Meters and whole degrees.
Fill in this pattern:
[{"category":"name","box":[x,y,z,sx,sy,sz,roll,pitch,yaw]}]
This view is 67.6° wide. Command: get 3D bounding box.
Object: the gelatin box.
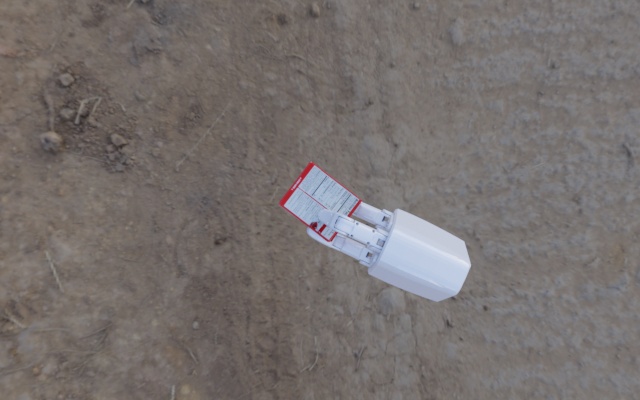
[{"category":"gelatin box","box":[0.000,0.002,0.647,0.089,0.073,0.030,37,2,0]}]
